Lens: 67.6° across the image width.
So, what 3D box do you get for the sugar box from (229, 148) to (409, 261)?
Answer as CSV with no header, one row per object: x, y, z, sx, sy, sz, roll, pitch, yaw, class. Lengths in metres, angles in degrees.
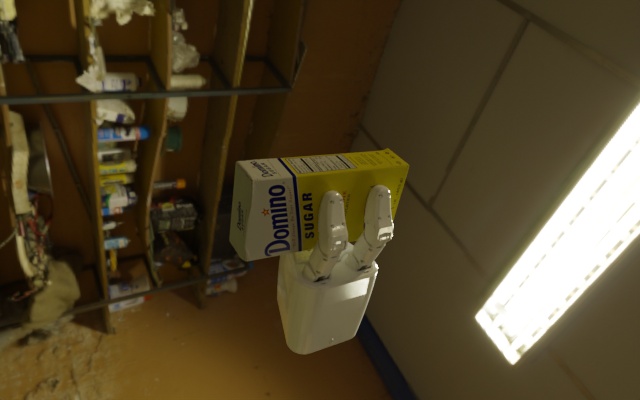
0.000,0.002,0.484,0.176,0.093,0.048,-10,36,-31,sugar box
